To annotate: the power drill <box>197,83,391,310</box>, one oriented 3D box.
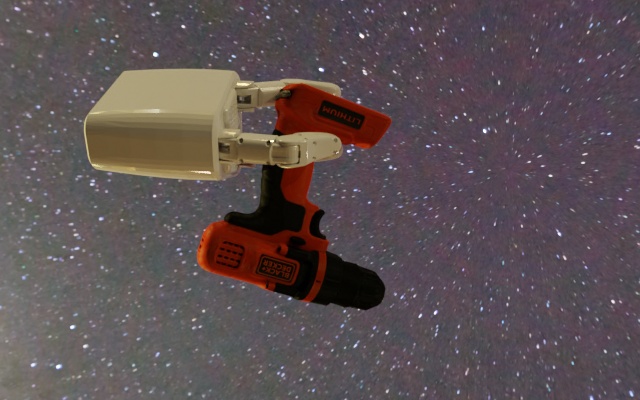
[{"bbox_3d":[0.000,0.001,0.443,0.184,0.187,0.057,18,0,-20],"label":"power drill"}]
